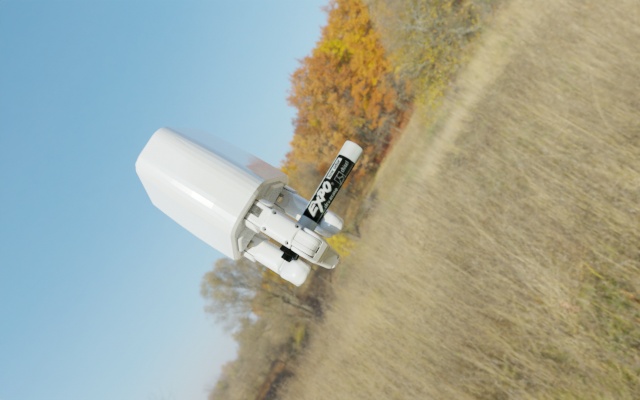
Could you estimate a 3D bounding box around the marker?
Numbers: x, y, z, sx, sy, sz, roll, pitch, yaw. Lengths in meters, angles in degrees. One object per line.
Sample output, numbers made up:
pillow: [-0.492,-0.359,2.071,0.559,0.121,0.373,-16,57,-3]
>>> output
marker: [0.000,0.001,0.427,0.020,0.121,0.020,31,-7,4]
